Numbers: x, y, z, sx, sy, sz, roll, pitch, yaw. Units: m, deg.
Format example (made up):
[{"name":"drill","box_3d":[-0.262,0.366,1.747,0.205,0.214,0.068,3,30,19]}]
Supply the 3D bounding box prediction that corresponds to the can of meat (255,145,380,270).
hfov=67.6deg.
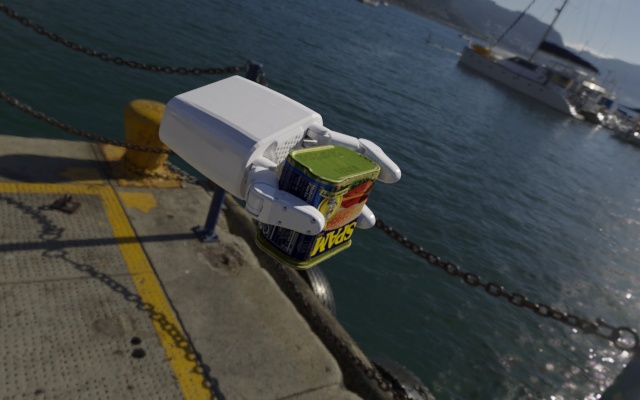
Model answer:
[{"name":"can of meat","box_3d":[0.000,0.001,0.416,0.057,0.084,0.102,33,26,24]}]
